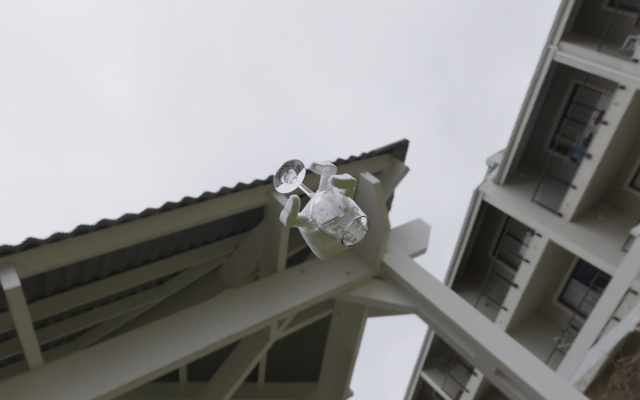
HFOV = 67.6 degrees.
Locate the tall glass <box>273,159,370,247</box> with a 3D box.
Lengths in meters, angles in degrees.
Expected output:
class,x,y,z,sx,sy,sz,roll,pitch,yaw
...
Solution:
class,x,y,z,sx,sy,sz,roll,pitch,yaw
tall glass,0.000,0.002,0.865,0.079,0.079,0.201,0,30,-44
